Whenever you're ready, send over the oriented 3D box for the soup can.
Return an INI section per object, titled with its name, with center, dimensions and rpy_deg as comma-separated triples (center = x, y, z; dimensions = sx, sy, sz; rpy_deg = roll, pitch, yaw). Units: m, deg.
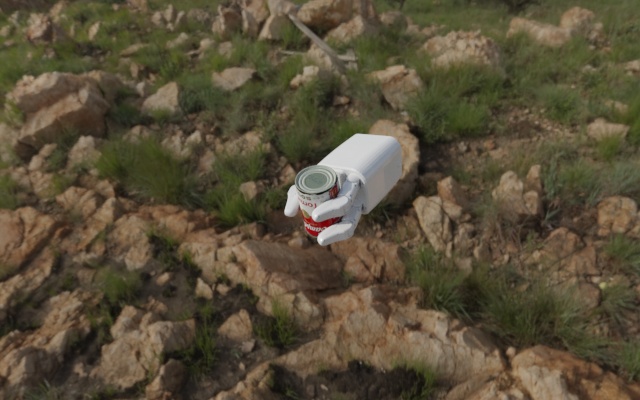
[soup can]
center = 0.000, 0.003, 0.762
dimensions = 0.068, 0.102, 0.068
rpy_deg = -6, 44, 6
